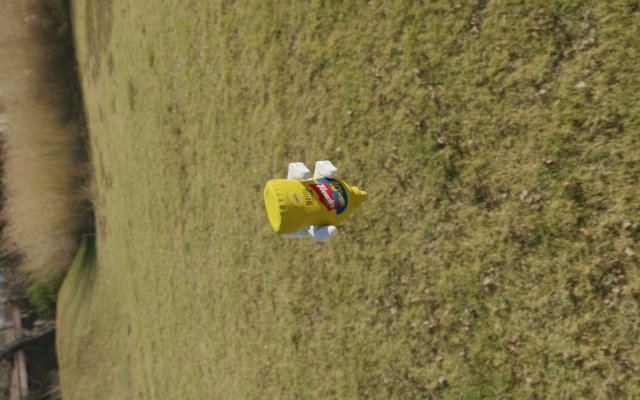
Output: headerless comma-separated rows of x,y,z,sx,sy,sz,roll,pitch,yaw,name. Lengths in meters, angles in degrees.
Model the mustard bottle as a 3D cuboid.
0.000,0.003,0.865,0.191,0.096,0.058,-7,-29,-26,mustard bottle
